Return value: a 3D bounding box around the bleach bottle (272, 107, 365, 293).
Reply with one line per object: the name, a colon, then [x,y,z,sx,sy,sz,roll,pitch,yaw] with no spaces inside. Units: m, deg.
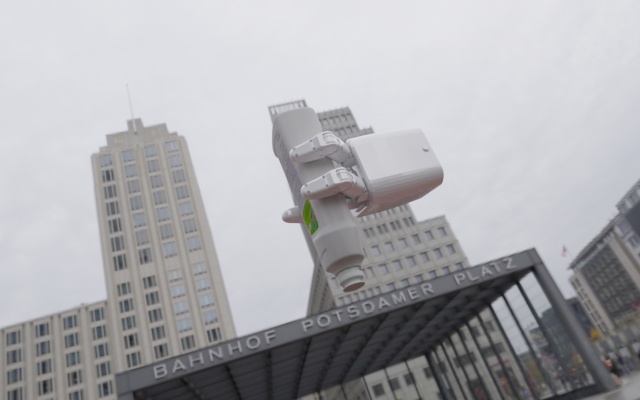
bleach bottle: [0.000,0.002,0.626,0.068,0.250,0.103,-14,-28,-12]
